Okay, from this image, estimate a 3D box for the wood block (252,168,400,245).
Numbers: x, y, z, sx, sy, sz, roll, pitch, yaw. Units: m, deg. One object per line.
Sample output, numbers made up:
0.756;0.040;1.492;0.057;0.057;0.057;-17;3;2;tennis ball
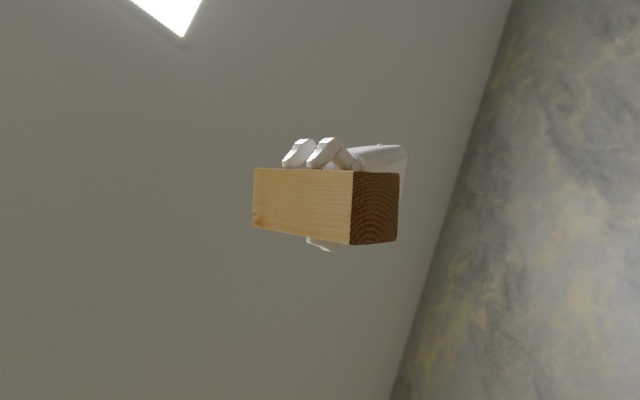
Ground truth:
0.000;0.002;0.664;0.090;0.091;0.206;-1;4;-42;wood block
